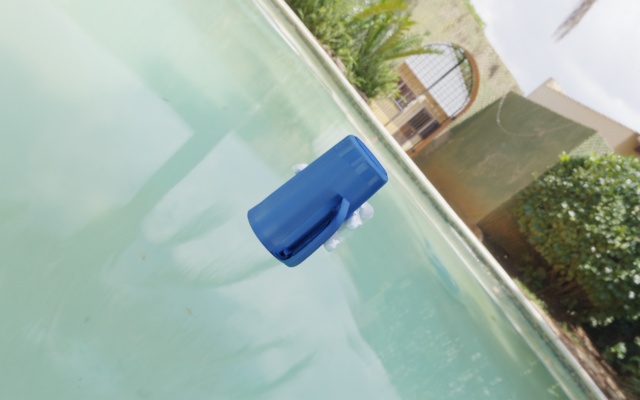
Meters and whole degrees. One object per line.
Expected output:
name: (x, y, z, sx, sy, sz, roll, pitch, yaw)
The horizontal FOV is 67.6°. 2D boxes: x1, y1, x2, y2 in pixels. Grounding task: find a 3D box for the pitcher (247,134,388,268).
pitcher: (0.000, 0.003, 0.847, 0.243, 0.149, 0.145, -40, -15, 13)
